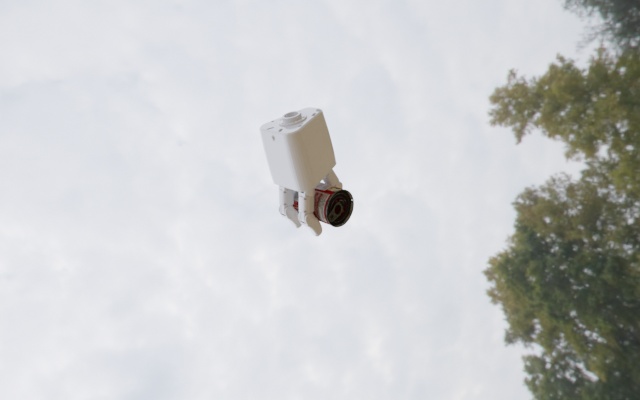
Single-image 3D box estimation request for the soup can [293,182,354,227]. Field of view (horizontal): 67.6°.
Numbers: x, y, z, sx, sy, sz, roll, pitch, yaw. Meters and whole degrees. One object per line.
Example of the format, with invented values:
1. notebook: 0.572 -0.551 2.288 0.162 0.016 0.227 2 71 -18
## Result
1. soup can: 0.000 0.003 0.860 0.068 0.068 0.102 0 13 -45
